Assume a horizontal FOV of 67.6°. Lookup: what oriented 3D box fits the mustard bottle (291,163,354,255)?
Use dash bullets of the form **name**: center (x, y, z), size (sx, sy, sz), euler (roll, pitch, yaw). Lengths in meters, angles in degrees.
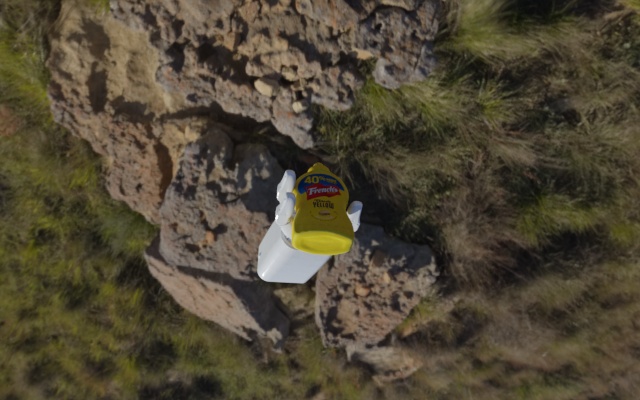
- **mustard bottle**: center (0.000, 0.003, 0.796), size (0.096, 0.058, 0.191), euler (4, 42, -6)
